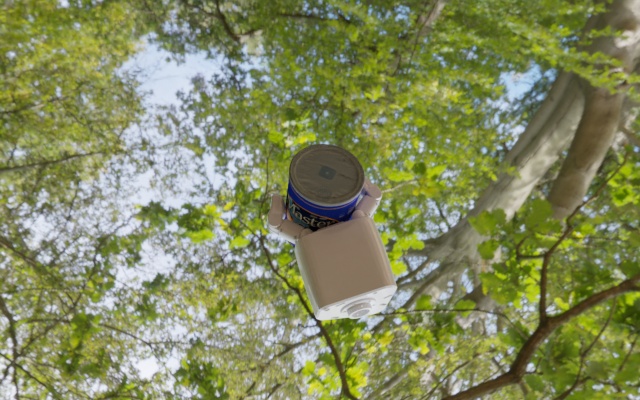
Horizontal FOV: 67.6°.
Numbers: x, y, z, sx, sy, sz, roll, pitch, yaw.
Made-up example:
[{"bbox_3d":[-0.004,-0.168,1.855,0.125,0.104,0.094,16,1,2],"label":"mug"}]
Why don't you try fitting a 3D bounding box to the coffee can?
[{"bbox_3d":[0.000,0.002,0.693,0.103,0.102,0.140,0,-35,-9],"label":"coffee can"}]
